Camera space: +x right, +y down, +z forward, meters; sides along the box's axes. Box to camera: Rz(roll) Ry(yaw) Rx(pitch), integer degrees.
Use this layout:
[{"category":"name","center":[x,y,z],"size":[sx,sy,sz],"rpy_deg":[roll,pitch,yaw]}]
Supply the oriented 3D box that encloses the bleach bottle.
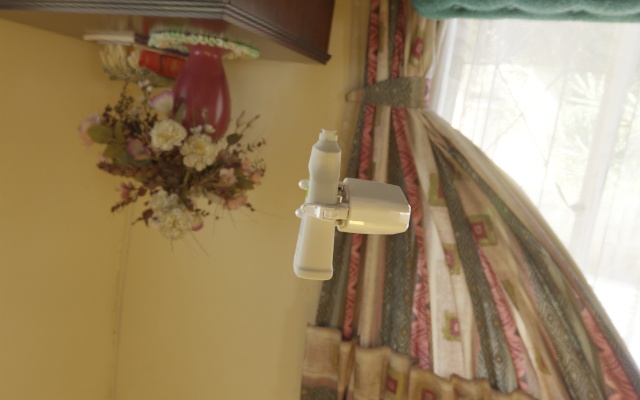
[{"category":"bleach bottle","center":[0.000,0.003,0.831],"size":[0.068,0.251,0.102],"rpy_deg":[6,10,-7]}]
